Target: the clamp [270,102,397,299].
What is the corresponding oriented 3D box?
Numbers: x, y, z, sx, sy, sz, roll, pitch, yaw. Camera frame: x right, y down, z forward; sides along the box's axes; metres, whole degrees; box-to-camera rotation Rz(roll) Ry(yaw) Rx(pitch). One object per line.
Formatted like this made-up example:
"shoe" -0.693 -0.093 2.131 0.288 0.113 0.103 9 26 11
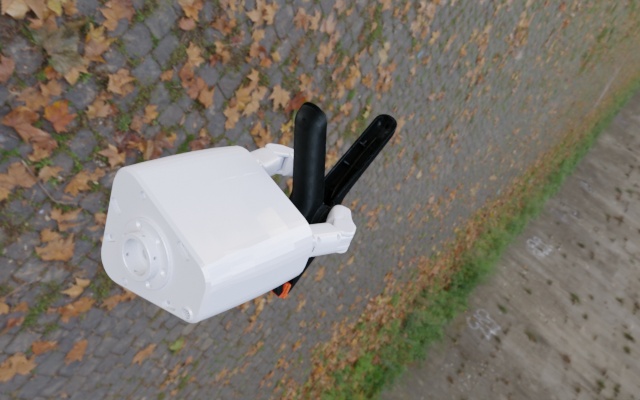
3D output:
"clamp" 0.000 0.002 0.461 0.036 0.210 0.164 35 28 24
